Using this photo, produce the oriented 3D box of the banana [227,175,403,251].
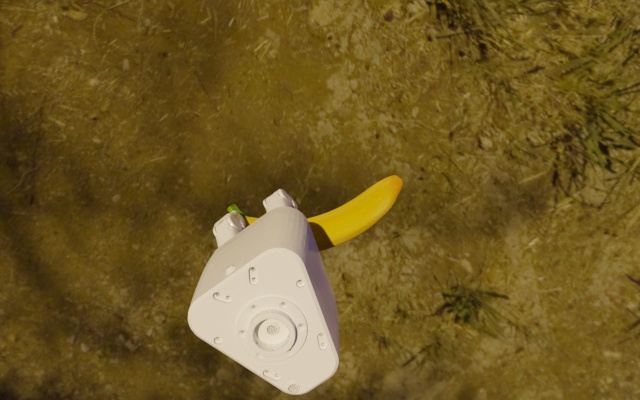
[{"bbox_3d":[0.000,0.021,0.523,0.198,0.069,0.037,-10,-7,-4],"label":"banana"}]
